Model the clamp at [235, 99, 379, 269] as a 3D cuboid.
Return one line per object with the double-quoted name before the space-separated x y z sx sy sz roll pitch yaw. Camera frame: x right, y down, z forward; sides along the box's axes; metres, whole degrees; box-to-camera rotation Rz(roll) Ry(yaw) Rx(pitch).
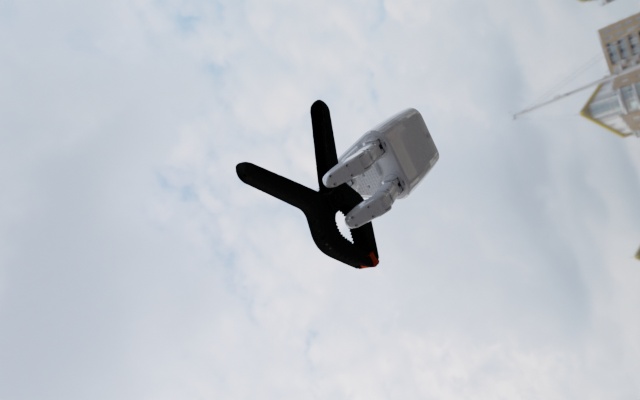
"clamp" 0.000 0.002 0.559 0.036 0.210 0.164 -16 17 46
